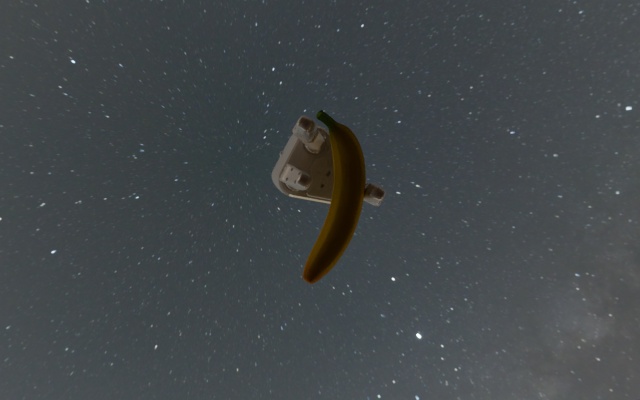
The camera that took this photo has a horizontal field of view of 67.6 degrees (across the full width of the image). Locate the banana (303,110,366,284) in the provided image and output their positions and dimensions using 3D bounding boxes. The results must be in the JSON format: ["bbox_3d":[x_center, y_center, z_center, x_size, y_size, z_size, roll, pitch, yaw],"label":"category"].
[{"bbox_3d":[0.018,-0.001,0.554,0.069,0.198,0.037,2,7,-17],"label":"banana"}]
